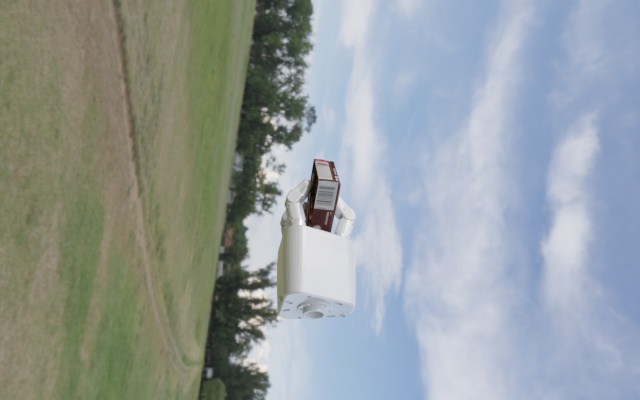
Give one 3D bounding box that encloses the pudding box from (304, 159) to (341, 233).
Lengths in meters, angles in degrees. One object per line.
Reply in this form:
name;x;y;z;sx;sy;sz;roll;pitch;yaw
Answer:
pudding box;0.000;0.003;0.757;0.039;0.113;0.090;8;25;-10
